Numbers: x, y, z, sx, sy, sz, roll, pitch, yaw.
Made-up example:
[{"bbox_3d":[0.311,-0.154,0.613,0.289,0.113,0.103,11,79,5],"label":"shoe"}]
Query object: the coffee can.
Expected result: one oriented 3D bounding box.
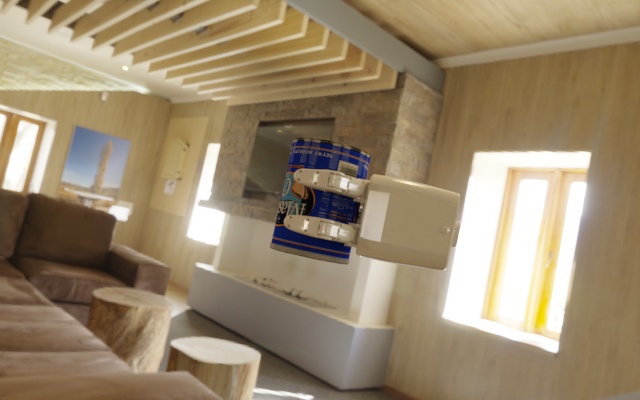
[{"bbox_3d":[0.000,0.002,0.608,0.103,0.140,0.103,12,-4,1],"label":"coffee can"}]
